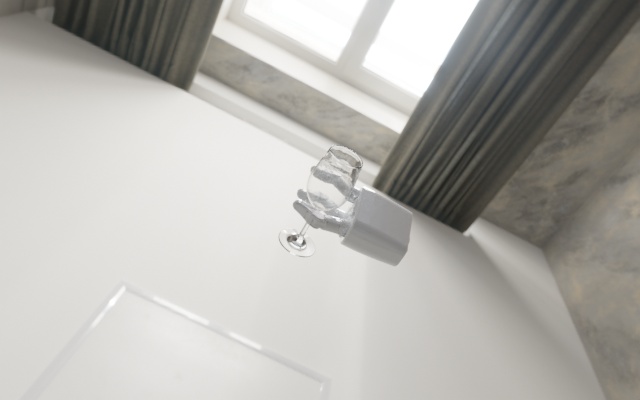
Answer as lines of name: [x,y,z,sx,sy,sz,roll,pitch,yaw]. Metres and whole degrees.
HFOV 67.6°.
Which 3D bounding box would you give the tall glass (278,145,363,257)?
tall glass: [0.000,0.003,0.828,0.079,0.201,0.079,22,30,-13]
